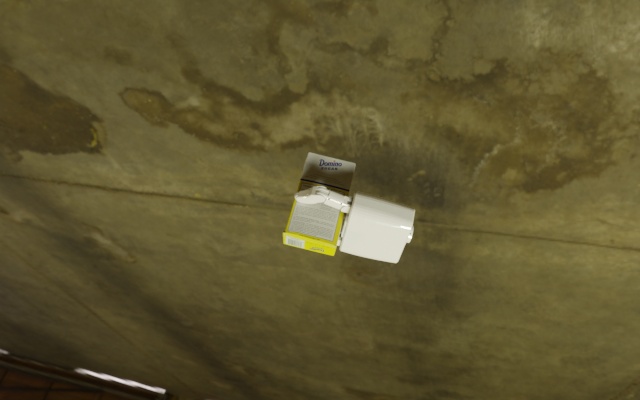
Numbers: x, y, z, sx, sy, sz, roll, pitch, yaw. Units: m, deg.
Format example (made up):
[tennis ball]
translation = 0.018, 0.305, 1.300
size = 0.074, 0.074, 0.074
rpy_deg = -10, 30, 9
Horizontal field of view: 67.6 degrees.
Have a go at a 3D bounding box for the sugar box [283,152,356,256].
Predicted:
[sugar box]
translation = 0.000, 0.003, 0.847
size = 0.093, 0.176, 0.048
rpy_deg = 14, -33, 3
